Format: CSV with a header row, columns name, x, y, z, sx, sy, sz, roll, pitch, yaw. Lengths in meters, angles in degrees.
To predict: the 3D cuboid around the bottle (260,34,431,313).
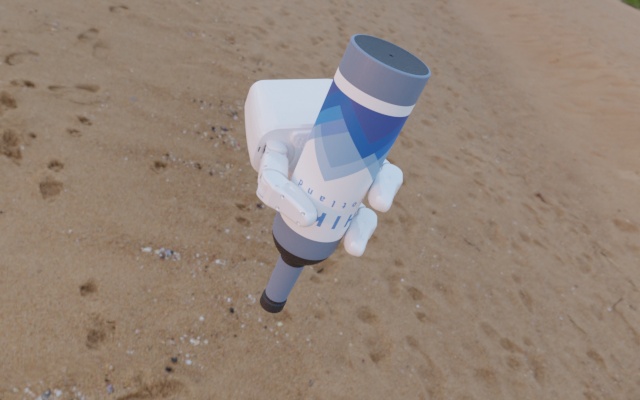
name,x,y,z,sx,sy,sz,roll,pitch,yaw
bottle,0.000,0.001,0.439,0.069,0.296,0.069,17,34,-12
